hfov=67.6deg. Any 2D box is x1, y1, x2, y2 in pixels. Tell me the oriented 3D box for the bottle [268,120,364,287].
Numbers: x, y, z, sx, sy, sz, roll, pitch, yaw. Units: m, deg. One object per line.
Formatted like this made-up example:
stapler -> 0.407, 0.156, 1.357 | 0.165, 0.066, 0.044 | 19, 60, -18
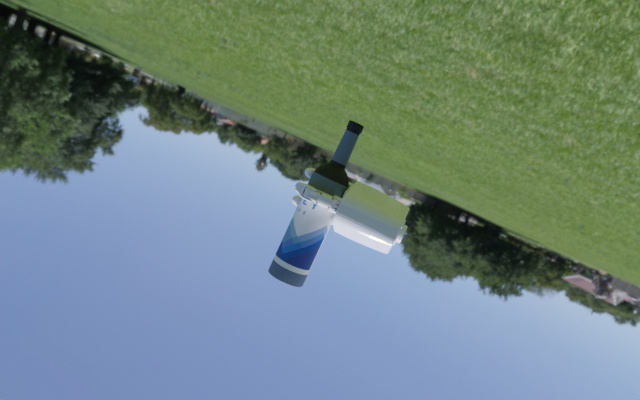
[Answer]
bottle -> 0.000, 0.003, 0.821 | 0.069, 0.296, 0.069 | 25, 5, -2
